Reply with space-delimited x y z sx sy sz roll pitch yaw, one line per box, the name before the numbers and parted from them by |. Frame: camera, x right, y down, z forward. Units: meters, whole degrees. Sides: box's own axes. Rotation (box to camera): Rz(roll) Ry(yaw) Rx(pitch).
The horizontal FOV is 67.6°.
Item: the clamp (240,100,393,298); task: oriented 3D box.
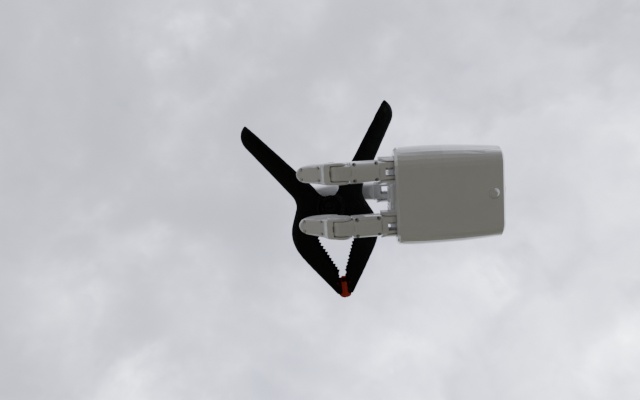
clamp | 0.000 0.002 0.524 0.164 0.210 0.036 -3 6 4
